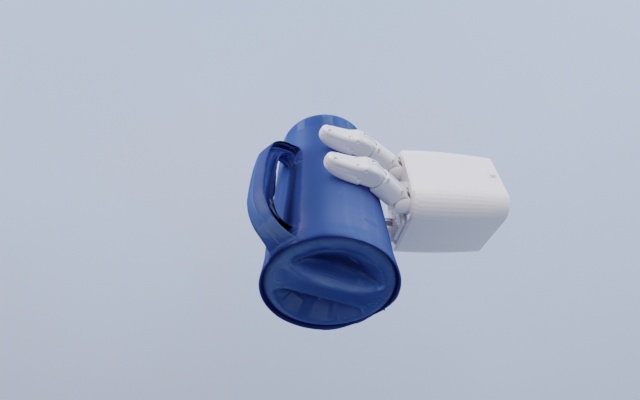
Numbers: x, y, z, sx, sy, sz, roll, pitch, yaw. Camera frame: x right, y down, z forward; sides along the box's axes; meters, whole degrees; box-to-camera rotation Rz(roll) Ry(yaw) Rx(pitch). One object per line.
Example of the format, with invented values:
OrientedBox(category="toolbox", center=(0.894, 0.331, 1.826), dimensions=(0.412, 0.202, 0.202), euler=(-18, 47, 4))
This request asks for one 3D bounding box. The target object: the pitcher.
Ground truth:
OrientedBox(category="pitcher", center=(0.000, 0.002, 0.525), dimensions=(0.145, 0.149, 0.242), euler=(2, 40, -4))
